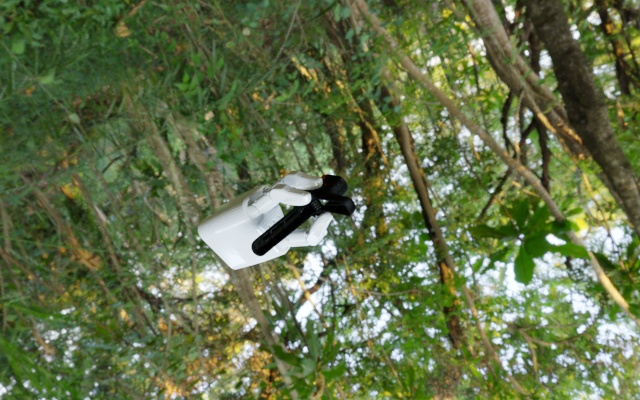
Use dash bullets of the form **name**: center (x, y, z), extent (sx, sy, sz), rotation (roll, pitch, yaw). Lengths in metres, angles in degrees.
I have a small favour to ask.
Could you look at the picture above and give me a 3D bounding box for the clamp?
- **clamp**: center (0.000, 0.003, 0.721), extent (0.164, 0.036, 0.210), rotation (-23, 15, 28)
